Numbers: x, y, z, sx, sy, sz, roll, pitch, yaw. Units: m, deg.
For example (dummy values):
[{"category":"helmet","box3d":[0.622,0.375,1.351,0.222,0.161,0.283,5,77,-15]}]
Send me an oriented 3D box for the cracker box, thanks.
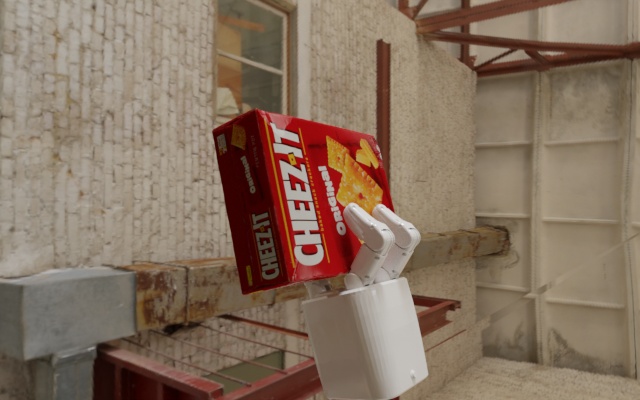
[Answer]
[{"category":"cracker box","box3d":[0.000,0.002,0.514,0.072,0.164,0.214,-20,-13,35]}]
